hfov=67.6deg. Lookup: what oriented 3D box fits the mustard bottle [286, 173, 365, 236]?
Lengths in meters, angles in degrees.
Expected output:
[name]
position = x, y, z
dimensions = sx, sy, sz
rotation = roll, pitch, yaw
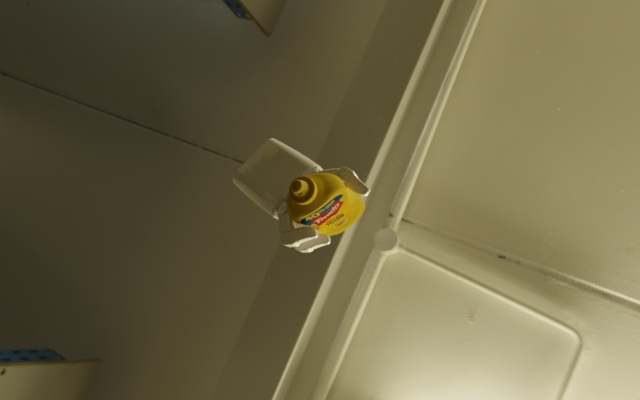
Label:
[mustard bottle]
position = 0.000, 0.003, 0.748
dimensions = 0.096, 0.058, 0.192
rotation = -33, -24, 11
